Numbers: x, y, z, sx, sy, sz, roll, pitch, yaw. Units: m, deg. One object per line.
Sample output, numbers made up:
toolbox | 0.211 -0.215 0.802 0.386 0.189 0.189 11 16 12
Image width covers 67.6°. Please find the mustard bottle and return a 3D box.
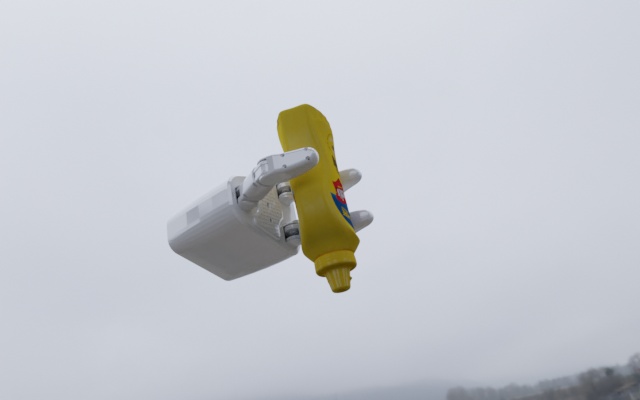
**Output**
mustard bottle | 0.000 0.001 0.493 0.058 0.191 0.096 -16 -26 7
